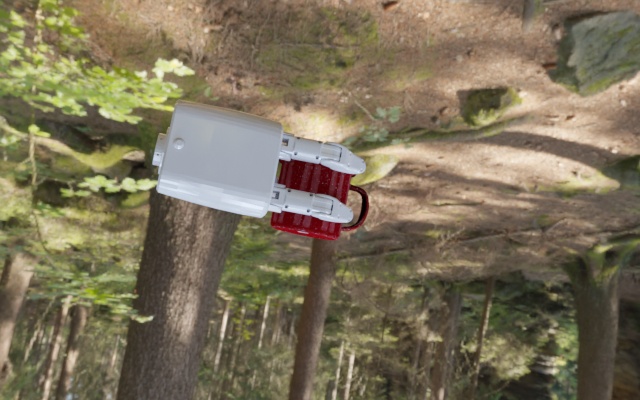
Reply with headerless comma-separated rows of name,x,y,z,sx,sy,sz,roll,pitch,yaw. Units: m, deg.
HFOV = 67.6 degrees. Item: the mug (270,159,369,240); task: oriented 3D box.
mug,0.001,0.002,0.555,0.117,0.081,0.093,13,-8,-15
